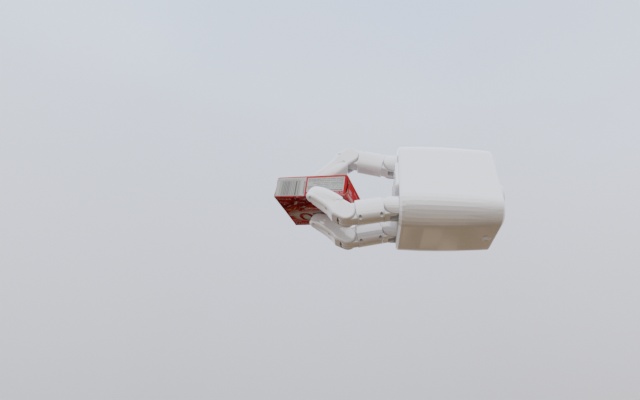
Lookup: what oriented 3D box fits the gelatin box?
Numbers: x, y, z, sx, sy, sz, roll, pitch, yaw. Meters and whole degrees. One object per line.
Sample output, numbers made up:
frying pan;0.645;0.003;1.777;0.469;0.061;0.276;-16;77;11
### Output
gelatin box;0.000;0.001;0.566;0.089;0.030;0.073;-1;-29;20
